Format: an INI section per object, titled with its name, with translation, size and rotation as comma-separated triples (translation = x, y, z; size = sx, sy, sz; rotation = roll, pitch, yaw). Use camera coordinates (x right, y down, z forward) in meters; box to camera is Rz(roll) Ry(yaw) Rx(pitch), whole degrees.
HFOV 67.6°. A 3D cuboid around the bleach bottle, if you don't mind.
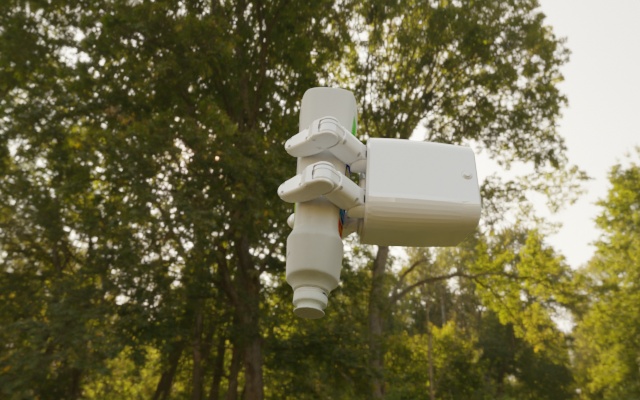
[bleach bottle]
translation = 0.000, 0.002, 0.500
size = 0.068, 0.250, 0.103
rotation = 4, -34, 3
